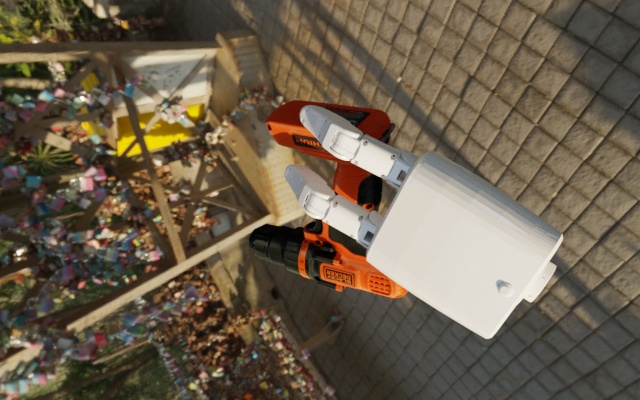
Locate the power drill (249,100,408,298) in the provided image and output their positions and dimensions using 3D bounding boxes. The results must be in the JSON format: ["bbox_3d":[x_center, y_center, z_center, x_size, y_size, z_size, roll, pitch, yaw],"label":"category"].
[{"bbox_3d":[0.000,0.001,0.460,0.184,0.188,0.057,10,38,23],"label":"power drill"}]
